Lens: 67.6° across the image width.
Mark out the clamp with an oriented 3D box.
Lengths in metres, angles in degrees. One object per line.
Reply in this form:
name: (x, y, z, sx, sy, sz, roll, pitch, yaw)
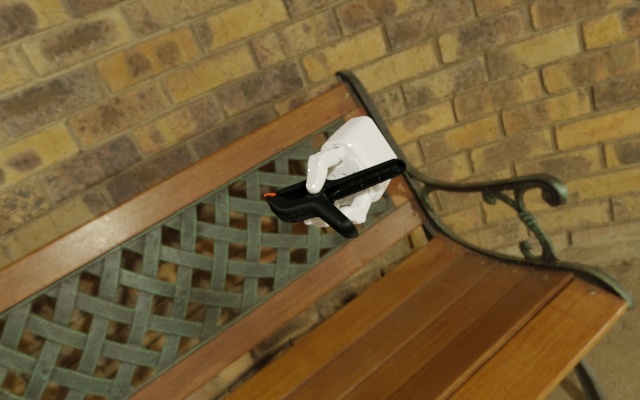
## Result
clamp: (-0.001, 0.001, 0.659, 0.210, 0.036, 0.164, -7, 29, 32)
